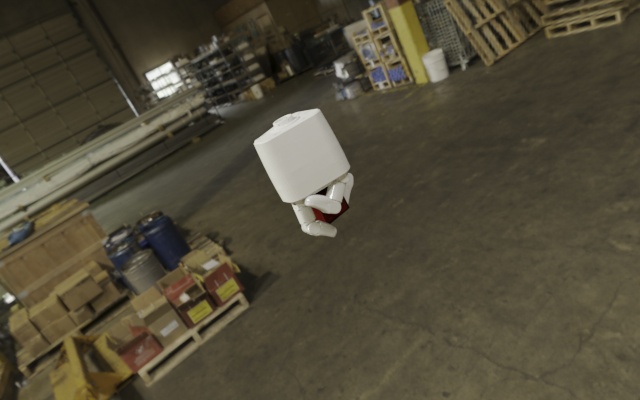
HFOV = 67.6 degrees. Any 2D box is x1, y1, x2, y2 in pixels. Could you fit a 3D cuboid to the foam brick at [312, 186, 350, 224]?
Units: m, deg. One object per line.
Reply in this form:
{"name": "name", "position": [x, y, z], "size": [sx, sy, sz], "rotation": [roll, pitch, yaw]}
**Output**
{"name": "foam brick", "position": [0.000, 0.003, 0.807], "size": [0.053, 0.051, 0.078], "rotation": [-38, 23, -24]}
